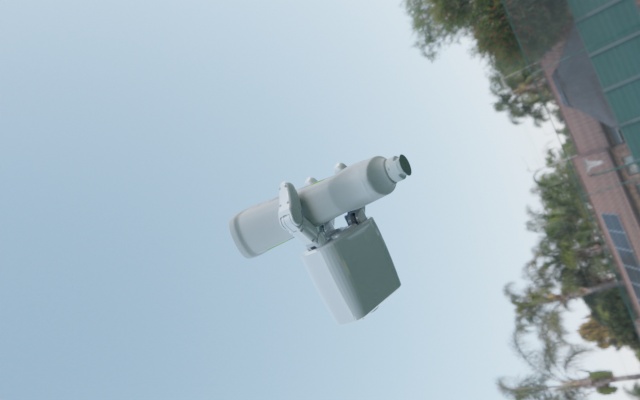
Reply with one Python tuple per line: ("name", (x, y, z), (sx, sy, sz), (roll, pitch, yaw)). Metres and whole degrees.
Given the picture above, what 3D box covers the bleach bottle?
("bleach bottle", (0.000, 0.002, 0.626), (0.251, 0.068, 0.102), (-23, 4, 33))
